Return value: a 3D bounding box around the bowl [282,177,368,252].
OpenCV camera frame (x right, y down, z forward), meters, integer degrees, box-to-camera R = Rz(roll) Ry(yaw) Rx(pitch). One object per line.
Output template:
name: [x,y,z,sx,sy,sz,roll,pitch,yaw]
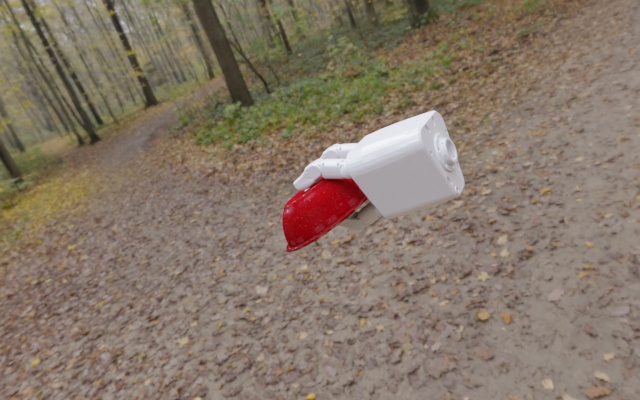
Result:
bowl: [-0.001,0.003,0.683,0.162,0.055,0.162,-37,7,5]
